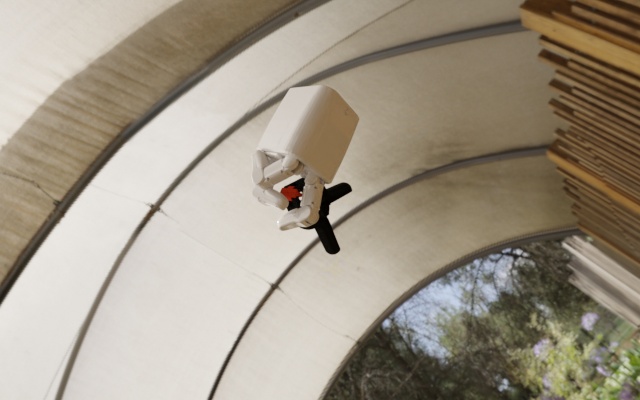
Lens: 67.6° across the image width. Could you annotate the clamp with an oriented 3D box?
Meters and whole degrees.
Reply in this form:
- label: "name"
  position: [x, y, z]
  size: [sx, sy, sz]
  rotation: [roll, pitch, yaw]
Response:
- label: "clamp"
  position: [-0.001, 0.002, 0.731]
  size: [0.039, 0.120, 0.171]
  rotation: [0, -24, 27]
